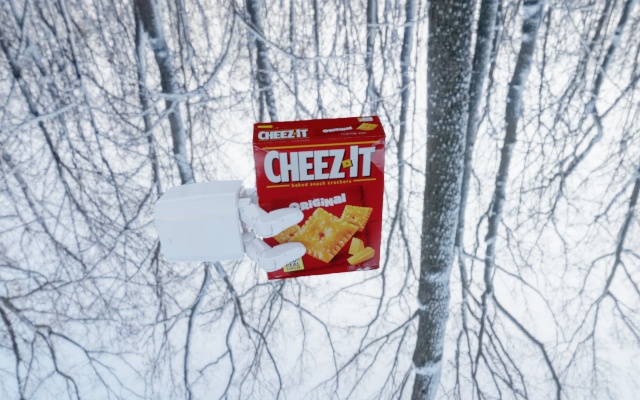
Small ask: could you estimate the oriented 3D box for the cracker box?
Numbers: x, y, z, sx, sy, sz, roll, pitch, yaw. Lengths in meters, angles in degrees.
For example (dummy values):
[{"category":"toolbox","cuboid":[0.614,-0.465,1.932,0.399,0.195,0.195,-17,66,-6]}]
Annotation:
[{"category":"cracker box","cuboid":[0.000,0.002,0.641,0.164,0.214,0.072,-4,33,-4]}]
